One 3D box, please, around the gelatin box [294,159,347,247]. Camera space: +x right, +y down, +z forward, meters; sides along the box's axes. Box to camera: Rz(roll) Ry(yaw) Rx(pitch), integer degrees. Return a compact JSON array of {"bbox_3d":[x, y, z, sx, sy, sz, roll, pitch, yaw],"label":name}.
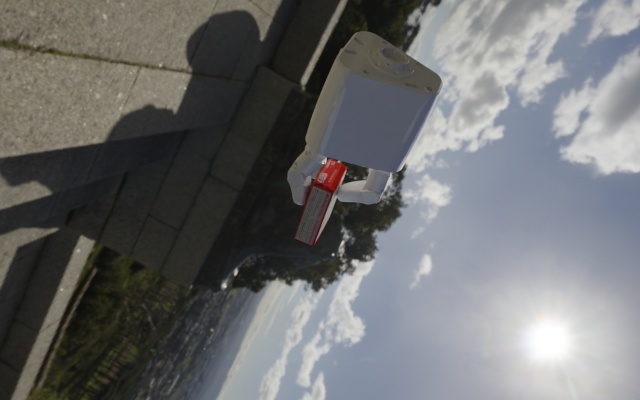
[{"bbox_3d":[0.000,0.002,0.599,0.030,0.089,0.073,22,32,5],"label":"gelatin box"}]
